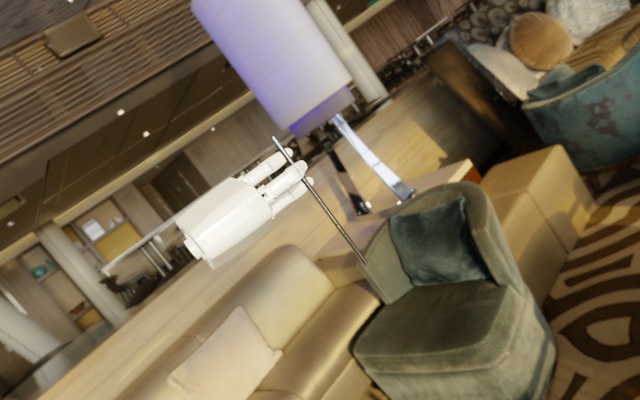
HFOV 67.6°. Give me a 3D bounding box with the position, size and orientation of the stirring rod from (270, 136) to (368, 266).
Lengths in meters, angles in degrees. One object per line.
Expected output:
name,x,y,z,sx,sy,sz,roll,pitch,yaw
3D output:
stirring rod,0.000,0.002,0.720,0.011,0.239,0.011,-35,9,6
